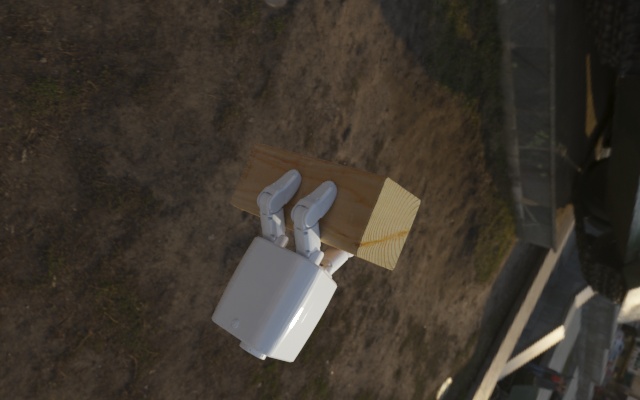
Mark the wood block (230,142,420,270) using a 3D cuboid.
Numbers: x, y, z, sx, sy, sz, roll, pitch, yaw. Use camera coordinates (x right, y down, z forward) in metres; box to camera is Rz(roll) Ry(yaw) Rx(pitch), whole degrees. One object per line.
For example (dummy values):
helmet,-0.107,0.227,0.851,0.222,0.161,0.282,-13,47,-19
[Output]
wood block,0.000,0.002,0.581,0.206,0.090,0.091,19,-5,39
